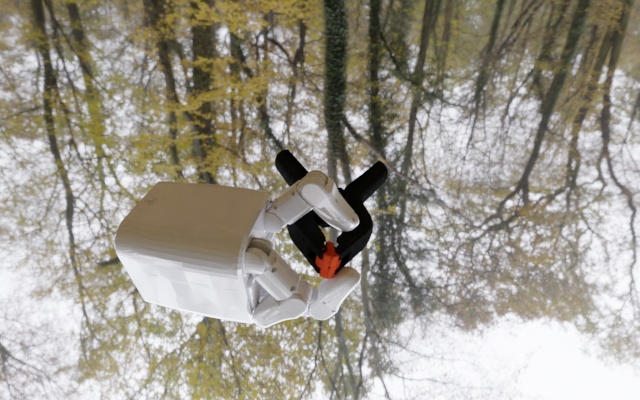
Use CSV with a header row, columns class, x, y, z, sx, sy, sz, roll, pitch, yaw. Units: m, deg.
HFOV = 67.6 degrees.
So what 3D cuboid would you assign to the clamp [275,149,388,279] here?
class,x,y,z,sx,sy,sz,roll,pitch,yaw
clamp,0.000,0.002,0.459,0.120,0.039,0.171,7,34,8
